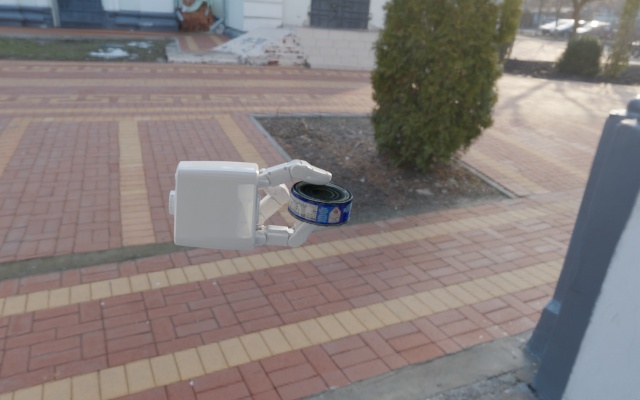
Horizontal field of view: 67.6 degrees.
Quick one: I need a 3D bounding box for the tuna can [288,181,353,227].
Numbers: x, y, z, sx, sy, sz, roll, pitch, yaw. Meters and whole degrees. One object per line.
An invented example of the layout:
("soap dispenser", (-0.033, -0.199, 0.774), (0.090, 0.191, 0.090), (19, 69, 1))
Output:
("tuna can", (0.000, 0.002, 0.647), (0.086, 0.034, 0.086), (9, 21, -3))
